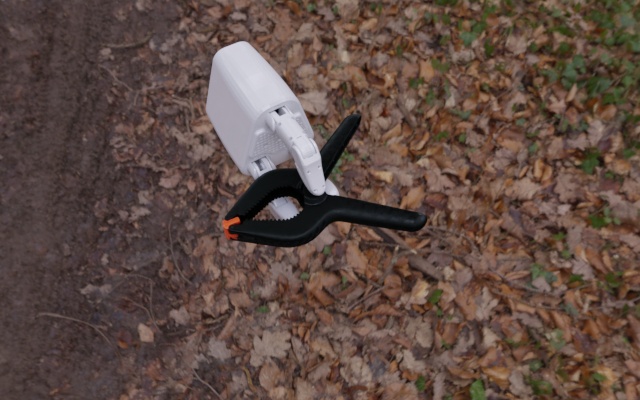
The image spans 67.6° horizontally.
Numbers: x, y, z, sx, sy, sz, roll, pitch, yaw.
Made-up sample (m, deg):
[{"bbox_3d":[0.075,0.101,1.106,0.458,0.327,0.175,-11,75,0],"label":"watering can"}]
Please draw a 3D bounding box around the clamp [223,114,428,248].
[{"bbox_3d":[0.000,0.001,0.517,0.210,0.164,0.036,-28,-26,-18],"label":"clamp"}]
